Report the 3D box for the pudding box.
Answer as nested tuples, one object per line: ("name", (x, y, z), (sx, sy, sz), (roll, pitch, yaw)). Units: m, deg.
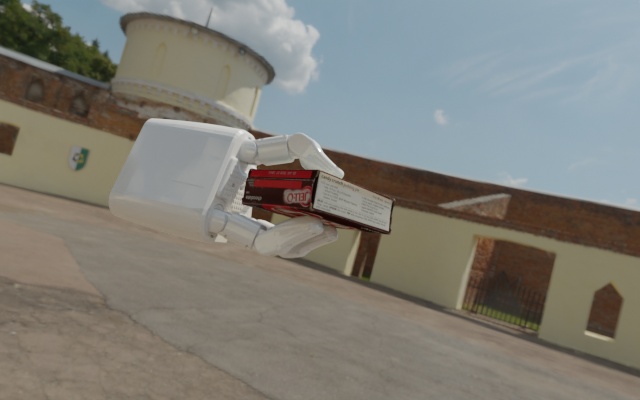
("pudding box", (0.000, 0.001, 0.436), (0.090, 0.039, 0.113), (5, -7, 44))
